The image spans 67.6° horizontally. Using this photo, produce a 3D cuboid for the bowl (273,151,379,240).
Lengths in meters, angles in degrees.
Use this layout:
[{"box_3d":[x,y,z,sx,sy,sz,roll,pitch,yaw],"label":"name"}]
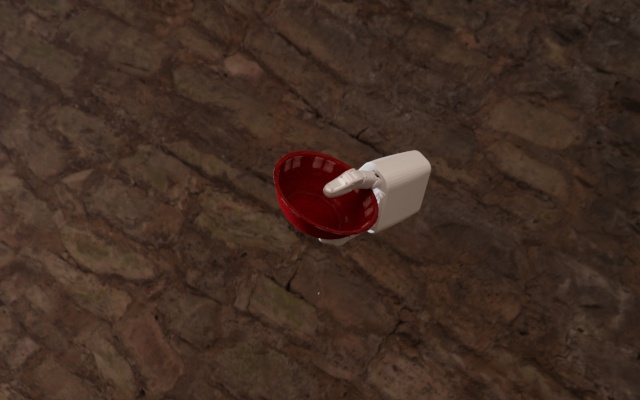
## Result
[{"box_3d":[-0.001,0.003,0.685,0.162,0.162,0.055,0,-42,-33],"label":"bowl"}]
